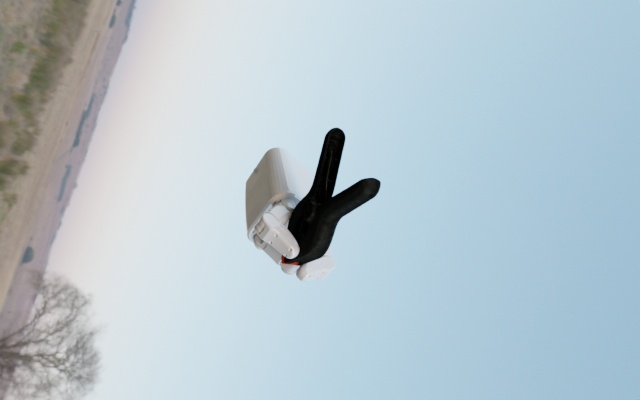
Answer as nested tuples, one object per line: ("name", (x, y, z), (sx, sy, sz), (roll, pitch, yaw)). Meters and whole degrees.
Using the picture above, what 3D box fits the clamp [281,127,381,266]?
("clamp", (0.001, 0.002, 0.554), (0.039, 0.171, 0.120), (20, 35, -28))
